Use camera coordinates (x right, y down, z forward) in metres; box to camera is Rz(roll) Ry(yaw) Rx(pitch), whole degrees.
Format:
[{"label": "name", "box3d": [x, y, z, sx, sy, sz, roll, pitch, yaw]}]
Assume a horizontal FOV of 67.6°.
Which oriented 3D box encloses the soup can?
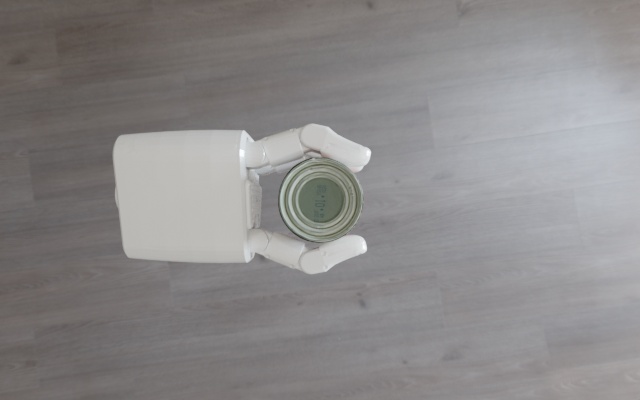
[{"label": "soup can", "box3d": [0.001, 0.001, 0.413, 0.068, 0.068, 0.102, 0, -2, 0]}]
